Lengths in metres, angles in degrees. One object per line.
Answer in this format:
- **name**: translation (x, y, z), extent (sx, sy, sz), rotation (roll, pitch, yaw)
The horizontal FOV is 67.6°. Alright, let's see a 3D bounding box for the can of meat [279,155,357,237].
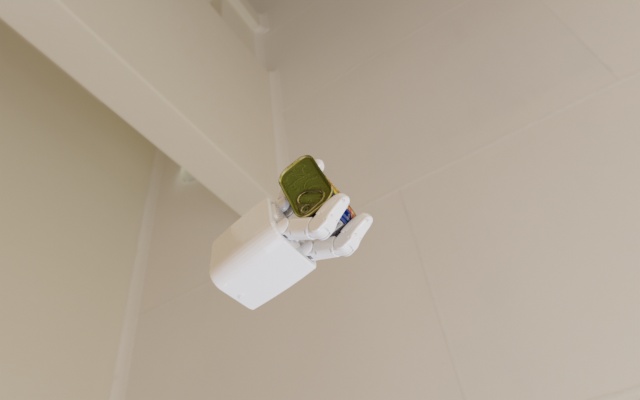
- **can of meat**: translation (0.000, 0.002, 0.629), extent (0.084, 0.057, 0.102), rotation (47, 8, -41)
